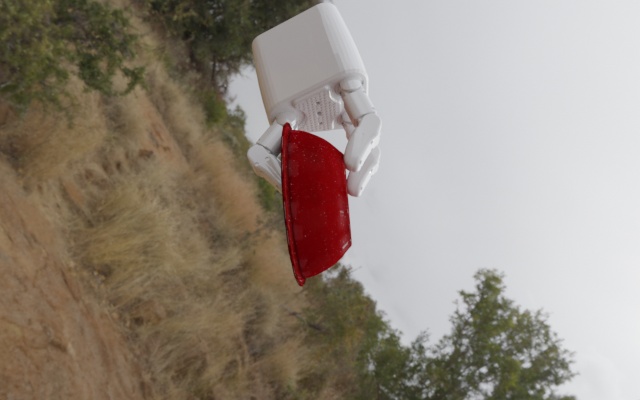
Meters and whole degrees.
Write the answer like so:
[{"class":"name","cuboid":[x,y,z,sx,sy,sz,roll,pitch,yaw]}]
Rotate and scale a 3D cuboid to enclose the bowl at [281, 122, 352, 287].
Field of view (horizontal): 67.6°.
[{"class":"bowl","cuboid":[0.001,0.003,0.471,0.055,0.162,0.162,-5,0,4]}]
